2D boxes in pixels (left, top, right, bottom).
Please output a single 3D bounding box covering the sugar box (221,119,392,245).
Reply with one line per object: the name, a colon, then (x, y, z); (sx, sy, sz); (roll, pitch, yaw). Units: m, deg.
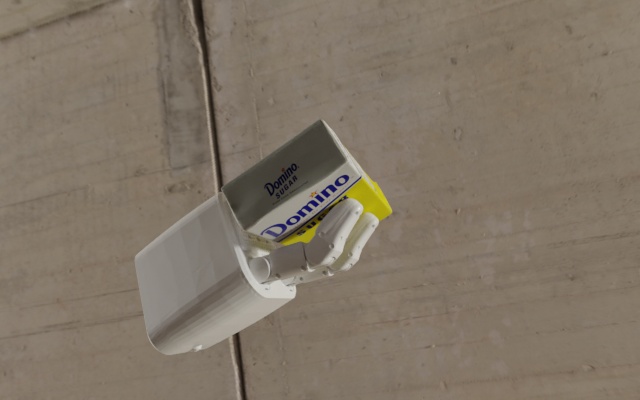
sugar box: (0.000, 0.002, 0.414); (0.093, 0.048, 0.176); (-34, -19, 9)
